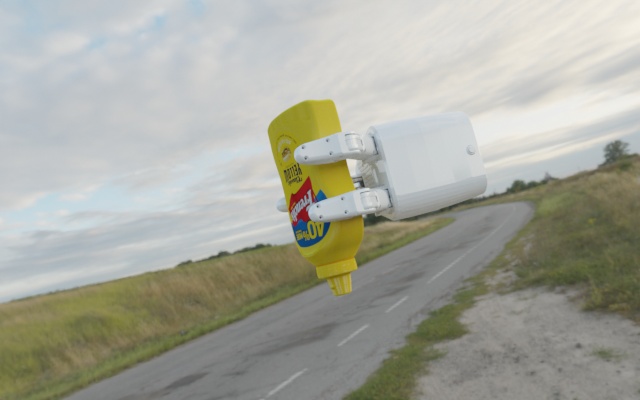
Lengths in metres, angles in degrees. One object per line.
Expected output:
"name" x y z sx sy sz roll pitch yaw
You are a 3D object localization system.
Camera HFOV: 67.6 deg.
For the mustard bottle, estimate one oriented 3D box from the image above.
"mustard bottle" 0.000 0.001 0.489 0.058 0.191 0.096 -10 -7 -35
